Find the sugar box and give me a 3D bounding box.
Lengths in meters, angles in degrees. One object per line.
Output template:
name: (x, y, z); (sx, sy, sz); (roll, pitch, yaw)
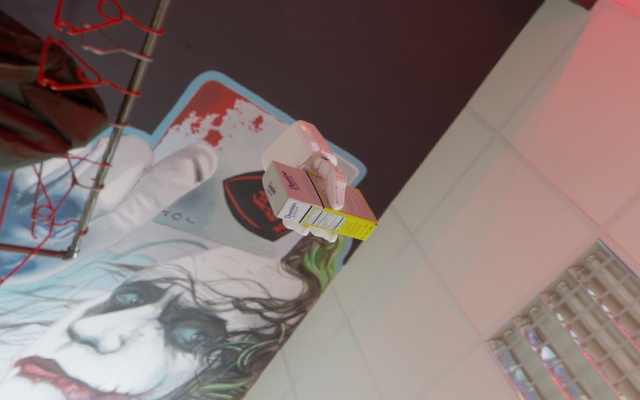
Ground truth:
sugar box: (0.000, 0.003, 0.744); (0.176, 0.048, 0.093); (15, 32, -33)
